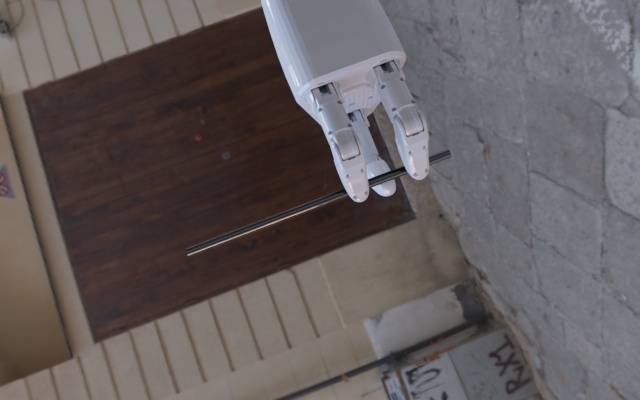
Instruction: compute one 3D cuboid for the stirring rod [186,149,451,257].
[{"bbox_3d":[0.000,0.001,0.410,0.239,0.011,0.011,-21,1,-3],"label":"stirring rod"}]
